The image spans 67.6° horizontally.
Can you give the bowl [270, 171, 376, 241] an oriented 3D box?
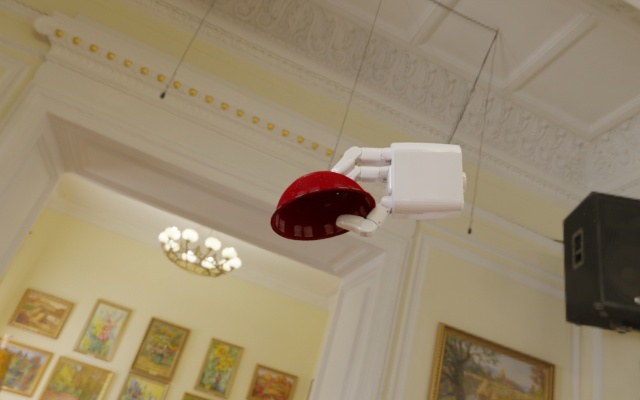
[{"bbox_3d":[-0.001,0.002,0.729,0.162,0.055,0.162,-10,-29,-5],"label":"bowl"}]
